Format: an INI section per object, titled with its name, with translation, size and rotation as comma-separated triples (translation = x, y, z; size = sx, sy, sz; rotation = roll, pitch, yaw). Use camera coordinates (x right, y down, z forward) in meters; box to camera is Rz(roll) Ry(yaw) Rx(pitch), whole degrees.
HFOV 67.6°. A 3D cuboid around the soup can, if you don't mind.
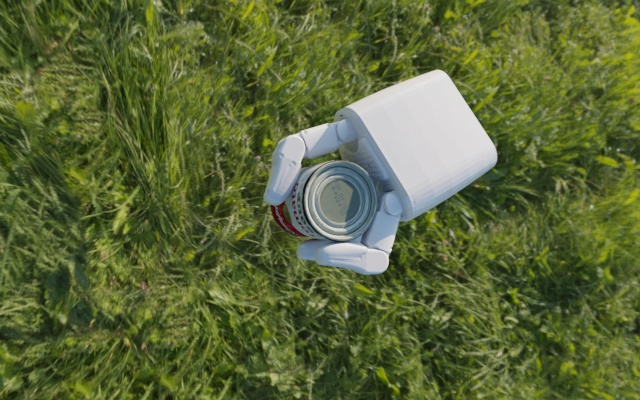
[soup can]
translation = 0.000, 0.002, 0.428
size = 0.068, 0.068, 0.102
rotation = 0, -1, -20
